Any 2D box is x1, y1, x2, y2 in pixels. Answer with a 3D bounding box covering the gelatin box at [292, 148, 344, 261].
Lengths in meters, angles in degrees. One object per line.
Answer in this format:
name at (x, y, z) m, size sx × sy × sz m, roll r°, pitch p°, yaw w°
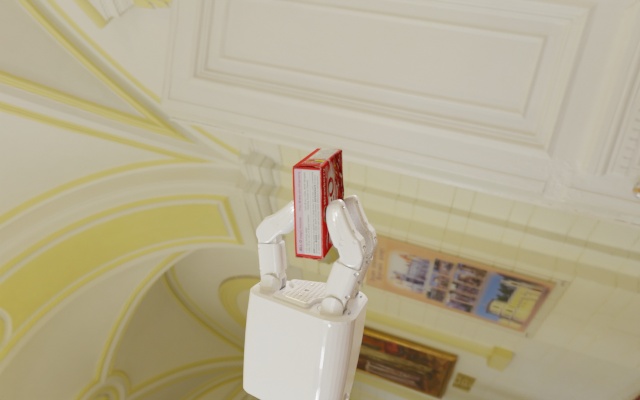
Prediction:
gelatin box at (0.000, 0.001, 0.449) m, size 0.030 × 0.089 × 0.073 m, roll 4°, pitch 19°, yaw 16°
